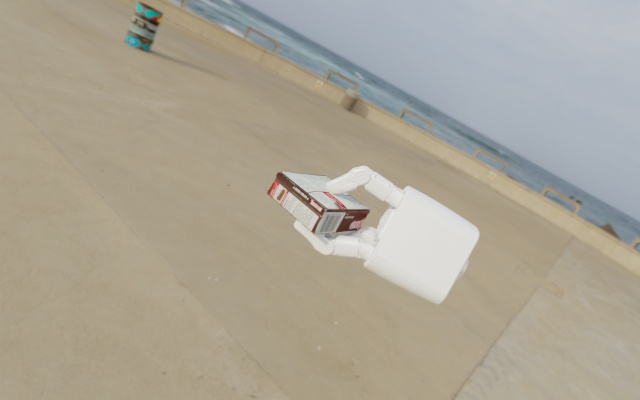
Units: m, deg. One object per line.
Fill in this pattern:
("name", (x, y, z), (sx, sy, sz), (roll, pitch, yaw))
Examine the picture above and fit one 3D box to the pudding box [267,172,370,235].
("pudding box", (0.000, 0.002, 0.621), (0.090, 0.039, 0.113), (38, 18, 28))
